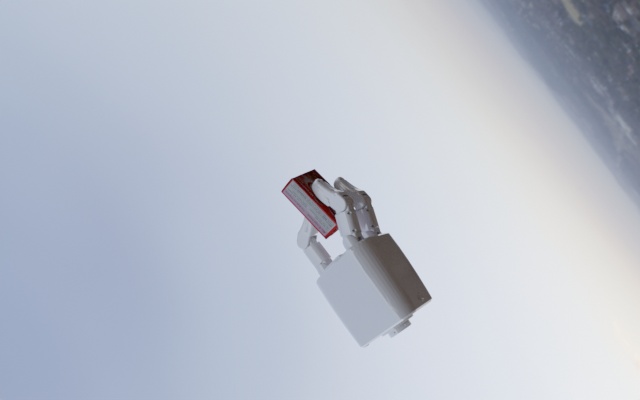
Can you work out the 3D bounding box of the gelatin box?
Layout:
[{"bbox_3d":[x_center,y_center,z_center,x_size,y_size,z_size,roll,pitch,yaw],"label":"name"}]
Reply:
[{"bbox_3d":[0.000,0.002,0.642,0.030,0.089,0.073,-48,-8,26],"label":"gelatin box"}]
